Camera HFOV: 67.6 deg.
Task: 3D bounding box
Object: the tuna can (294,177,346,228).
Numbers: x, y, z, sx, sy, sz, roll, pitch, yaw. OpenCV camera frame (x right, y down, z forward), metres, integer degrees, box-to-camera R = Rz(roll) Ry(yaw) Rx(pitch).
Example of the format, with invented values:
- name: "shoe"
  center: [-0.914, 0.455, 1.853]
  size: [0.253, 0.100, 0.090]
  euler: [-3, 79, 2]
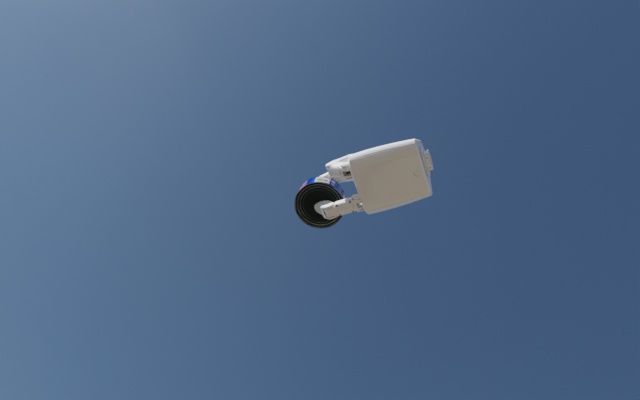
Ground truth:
- name: "tuna can"
  center: [0.000, 0.002, 0.822]
  size: [0.086, 0.086, 0.033]
  euler: [0, 24, 9]
